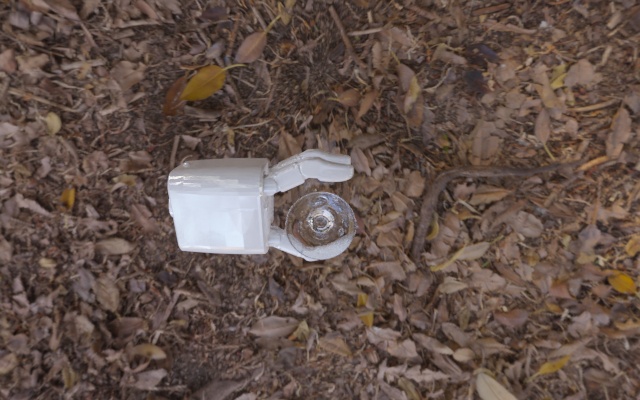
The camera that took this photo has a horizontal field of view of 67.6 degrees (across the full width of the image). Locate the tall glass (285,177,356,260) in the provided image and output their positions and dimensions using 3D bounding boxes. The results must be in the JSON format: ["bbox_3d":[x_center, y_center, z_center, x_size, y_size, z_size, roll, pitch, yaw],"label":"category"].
[{"bbox_3d":[0.000,0.002,0.592,0.079,0.079,0.201,0,15,0],"label":"tall glass"}]
